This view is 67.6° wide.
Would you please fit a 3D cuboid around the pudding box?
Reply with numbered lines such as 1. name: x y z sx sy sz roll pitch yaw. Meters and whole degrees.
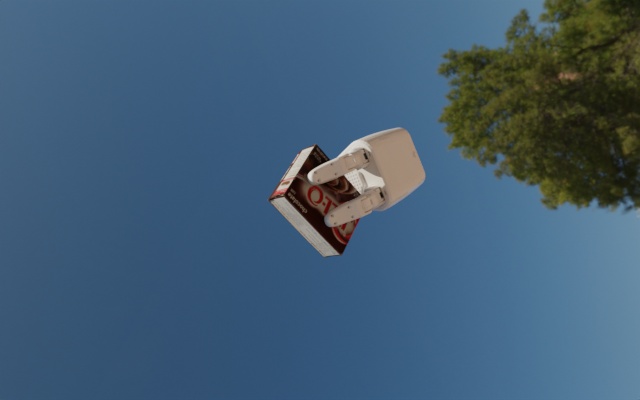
1. pudding box: 0.000 0.002 0.594 0.113 0.090 0.039 45 -38 -22
